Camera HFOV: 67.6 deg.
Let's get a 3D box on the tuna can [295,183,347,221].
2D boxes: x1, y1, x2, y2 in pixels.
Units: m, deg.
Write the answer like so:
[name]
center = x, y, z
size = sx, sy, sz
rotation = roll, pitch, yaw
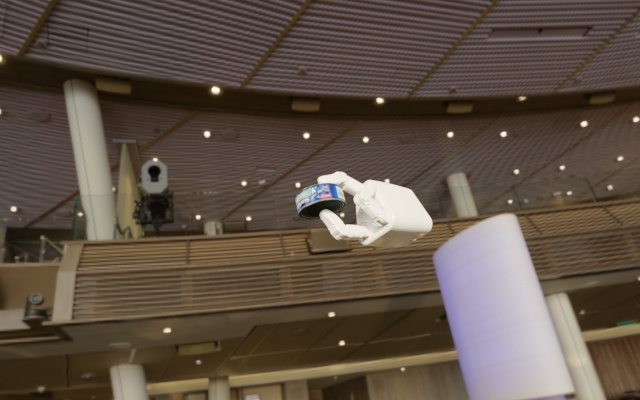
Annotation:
[tuna can]
center = 0.000, 0.002, 0.832
size = 0.086, 0.033, 0.086
rotation = -11, -23, -5
